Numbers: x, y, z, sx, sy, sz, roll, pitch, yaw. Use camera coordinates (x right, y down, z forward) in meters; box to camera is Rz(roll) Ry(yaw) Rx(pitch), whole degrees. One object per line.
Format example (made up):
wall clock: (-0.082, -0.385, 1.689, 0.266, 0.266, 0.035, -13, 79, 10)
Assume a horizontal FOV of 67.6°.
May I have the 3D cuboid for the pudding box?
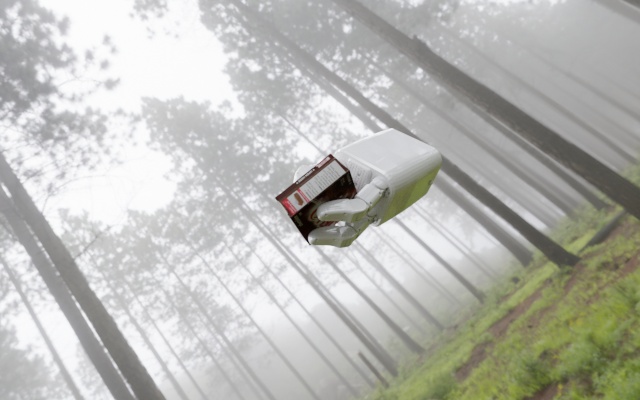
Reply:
pudding box: (0.000, 0.002, 0.600, 0.090, 0.039, 0.113, -40, -26, -6)
